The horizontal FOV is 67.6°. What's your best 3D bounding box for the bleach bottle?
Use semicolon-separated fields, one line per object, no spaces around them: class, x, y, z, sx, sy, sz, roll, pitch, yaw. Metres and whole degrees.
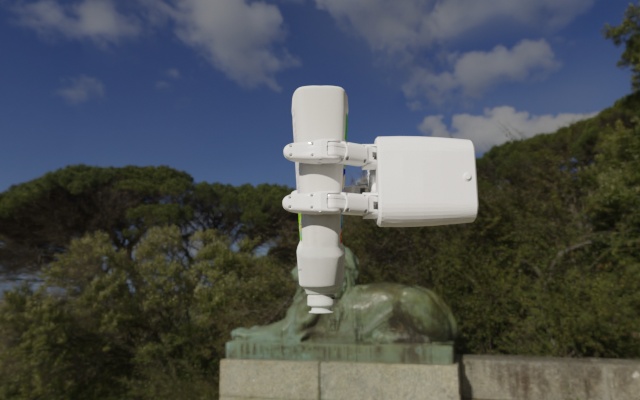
bleach bottle;0.000;0.002;0.557;0.068;0.250;0.102;0;-9;0
